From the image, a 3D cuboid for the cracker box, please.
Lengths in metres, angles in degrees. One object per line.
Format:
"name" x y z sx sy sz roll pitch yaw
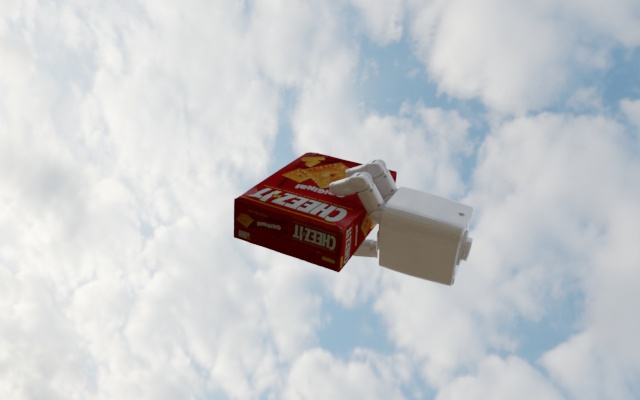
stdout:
"cracker box" 0.000 0.002 0.701 0.164 0.072 0.213 15 29 22
